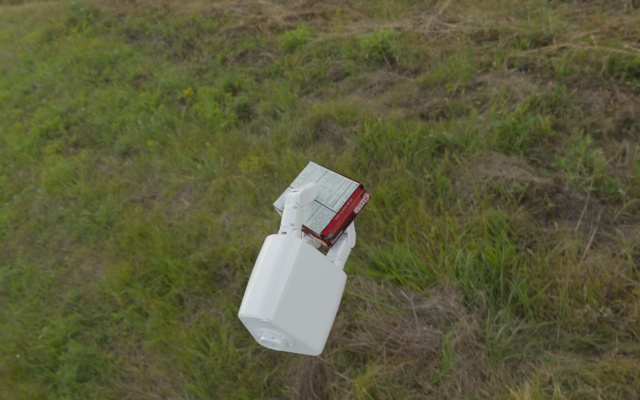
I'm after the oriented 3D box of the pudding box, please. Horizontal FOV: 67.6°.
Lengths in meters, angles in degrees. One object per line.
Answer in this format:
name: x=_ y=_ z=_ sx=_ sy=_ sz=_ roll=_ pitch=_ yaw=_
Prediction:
pudding box: x=0.000 y=0.002 z=0.646 sx=0.113 sy=0.090 sz=0.039 roll=29 pitch=-16 yaw=44
